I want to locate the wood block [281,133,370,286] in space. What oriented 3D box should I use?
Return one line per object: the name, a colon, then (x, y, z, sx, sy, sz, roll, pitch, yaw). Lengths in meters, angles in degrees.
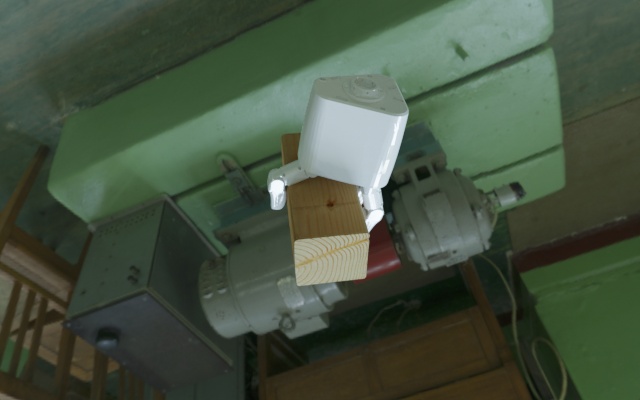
wood block: (0.000, 0.002, 0.649, 0.091, 0.090, 0.206, -5, 44, -5)
